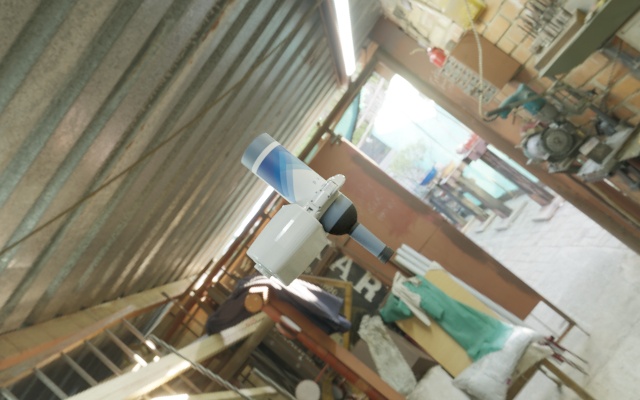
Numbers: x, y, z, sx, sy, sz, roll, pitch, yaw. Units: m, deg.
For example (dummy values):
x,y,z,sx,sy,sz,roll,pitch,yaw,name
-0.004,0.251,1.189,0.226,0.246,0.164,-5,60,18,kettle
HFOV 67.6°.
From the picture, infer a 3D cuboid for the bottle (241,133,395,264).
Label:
x,y,z,sx,sy,sz,roll,pitch,yaw,name
0.000,0.002,0.802,0.295,0.069,0.069,39,5,6,bottle
